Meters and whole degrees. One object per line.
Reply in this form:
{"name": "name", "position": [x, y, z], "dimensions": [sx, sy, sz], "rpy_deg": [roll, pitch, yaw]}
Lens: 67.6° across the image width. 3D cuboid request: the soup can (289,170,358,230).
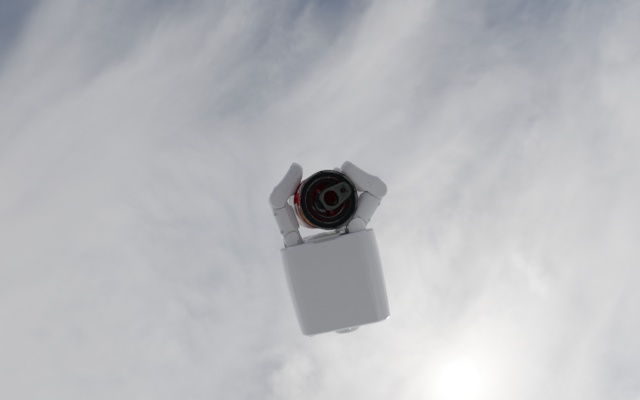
{"name": "soup can", "position": [0.000, 0.001, 0.580], "dimensions": [0.068, 0.068, 0.102], "rpy_deg": [0, -3, -11]}
